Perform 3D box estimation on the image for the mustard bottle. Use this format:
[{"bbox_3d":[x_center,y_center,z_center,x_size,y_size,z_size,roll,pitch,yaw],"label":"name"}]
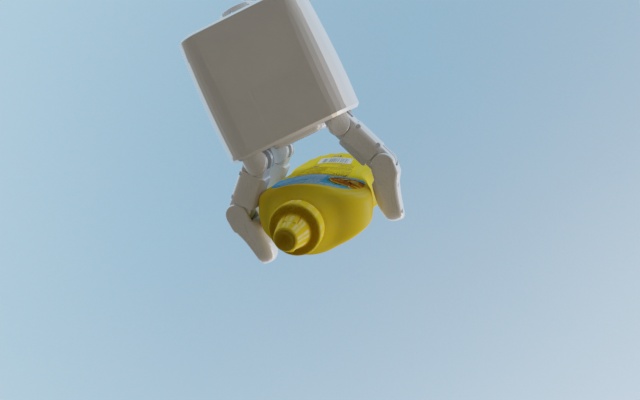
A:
[{"bbox_3d":[0.000,0.002,0.417,0.096,0.058,0.191,3,16,15],"label":"mustard bottle"}]
